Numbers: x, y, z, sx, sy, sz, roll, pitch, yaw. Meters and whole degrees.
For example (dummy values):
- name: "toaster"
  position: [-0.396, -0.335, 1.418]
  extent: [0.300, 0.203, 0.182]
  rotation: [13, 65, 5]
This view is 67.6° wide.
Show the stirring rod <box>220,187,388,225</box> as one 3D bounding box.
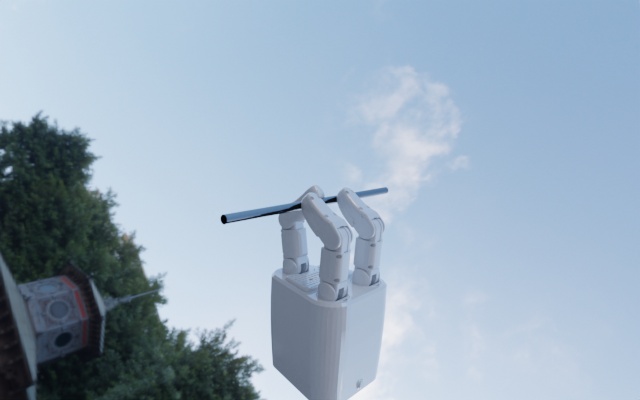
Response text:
- name: "stirring rod"
  position: [0.000, 0.002, 0.467]
  extent: [0.011, 0.011, 0.239]
  rotation: [0, 6, 39]
